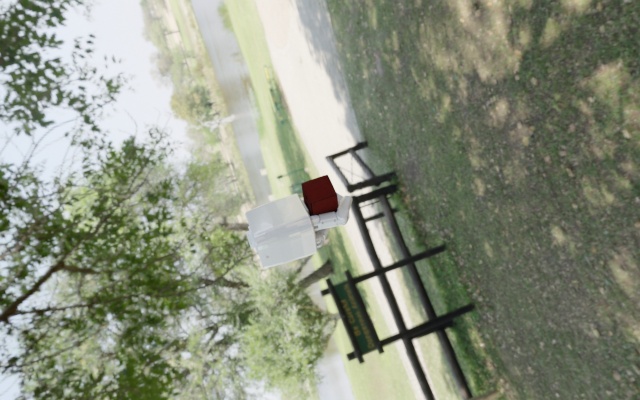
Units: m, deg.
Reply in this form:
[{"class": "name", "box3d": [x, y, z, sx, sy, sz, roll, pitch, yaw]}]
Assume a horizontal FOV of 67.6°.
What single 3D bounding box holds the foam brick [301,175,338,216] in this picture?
[{"class": "foam brick", "box3d": [0.000, 0.003, 0.866, 0.051, 0.053, 0.078, -17, -39, -9]}]
